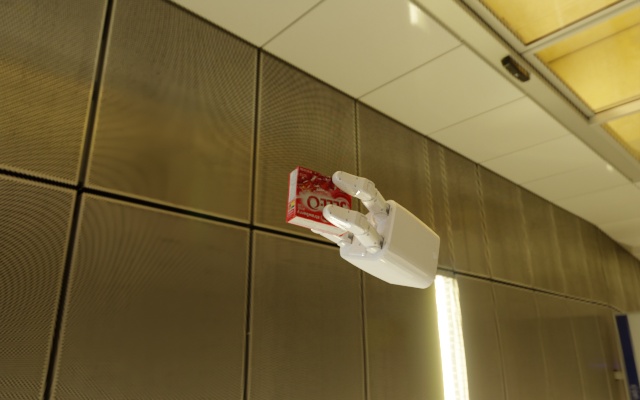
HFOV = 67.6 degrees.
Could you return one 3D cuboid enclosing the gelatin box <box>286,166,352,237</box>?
[{"bbox_3d":[0.000,0.002,0.641,0.089,0.073,0.030,17,-29,-27],"label":"gelatin box"}]
